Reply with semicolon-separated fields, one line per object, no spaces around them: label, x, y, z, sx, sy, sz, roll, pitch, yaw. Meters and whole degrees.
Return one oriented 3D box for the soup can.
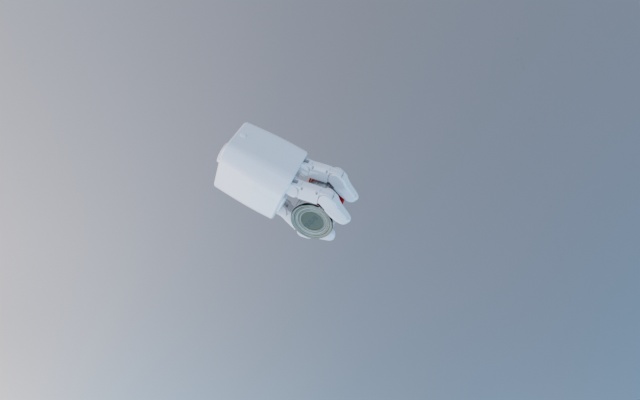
soup can;0.000;0.003;0.745;0.068;0.068;0.102;0;36;20
